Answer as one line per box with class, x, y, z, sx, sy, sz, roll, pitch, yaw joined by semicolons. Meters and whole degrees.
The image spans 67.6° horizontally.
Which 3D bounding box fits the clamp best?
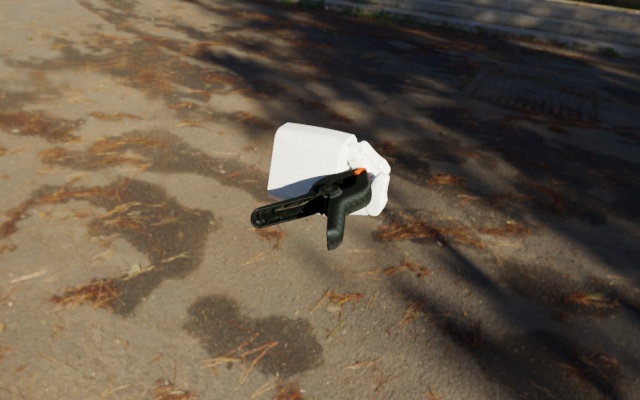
clamp;0.000;0.001;0.578;0.120;0.039;0.171;14;29;23
